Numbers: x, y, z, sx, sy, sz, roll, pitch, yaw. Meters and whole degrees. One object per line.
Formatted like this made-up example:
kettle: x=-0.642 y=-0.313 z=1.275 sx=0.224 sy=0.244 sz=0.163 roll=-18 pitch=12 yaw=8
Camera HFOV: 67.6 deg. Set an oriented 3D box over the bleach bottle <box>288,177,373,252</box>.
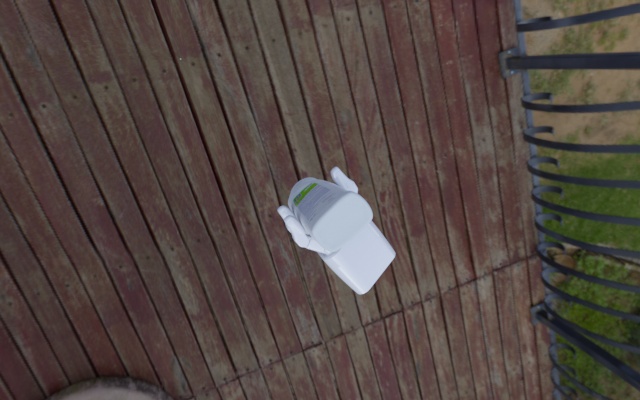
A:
bleach bottle: x=0.000 y=0.003 z=0.847 sx=0.102 sy=0.068 sz=0.250 roll=-42 pitch=22 yaw=-1
